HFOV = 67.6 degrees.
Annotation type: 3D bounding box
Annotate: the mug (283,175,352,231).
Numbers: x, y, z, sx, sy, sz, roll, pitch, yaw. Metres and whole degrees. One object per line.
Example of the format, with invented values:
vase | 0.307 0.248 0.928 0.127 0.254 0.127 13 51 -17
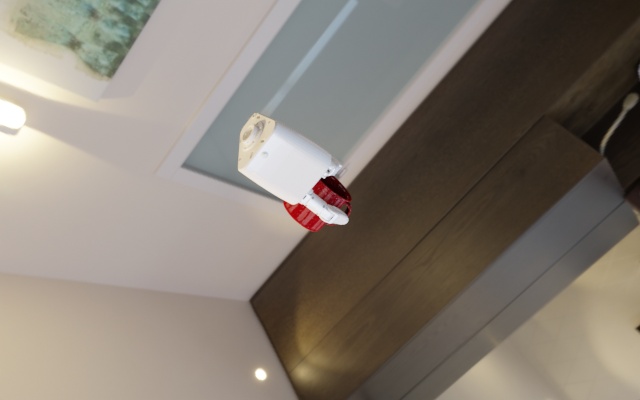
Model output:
mug | 0.001 0.003 0.809 0.117 0.081 0.093 32 19 -31
